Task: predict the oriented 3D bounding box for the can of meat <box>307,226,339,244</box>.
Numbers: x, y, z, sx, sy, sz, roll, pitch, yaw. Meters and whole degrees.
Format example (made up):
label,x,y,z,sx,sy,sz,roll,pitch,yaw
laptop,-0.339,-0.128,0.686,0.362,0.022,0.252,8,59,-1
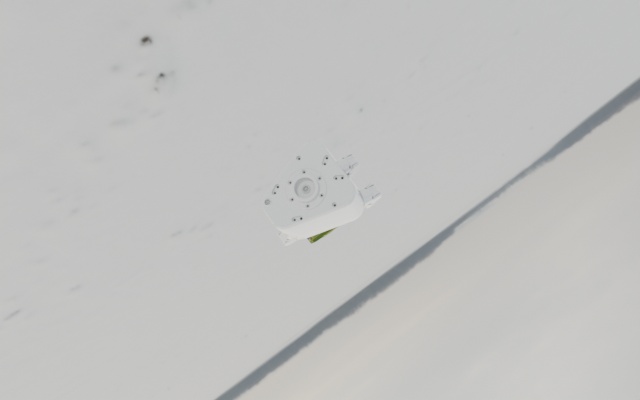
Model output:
label,x,y,z,sx,sy,sz,roll,pitch,yaw
can of meat,0.000,0.003,0.706,0.102,0.084,0.057,-37,-12,-2
